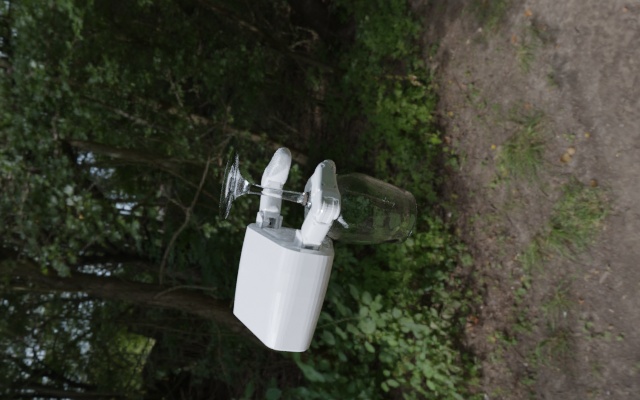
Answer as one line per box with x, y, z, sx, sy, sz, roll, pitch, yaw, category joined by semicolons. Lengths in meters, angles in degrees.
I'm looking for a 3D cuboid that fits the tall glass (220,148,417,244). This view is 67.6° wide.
-0.001;0.001;0.508;0.201;0.079;0.079;10;-3;-19;tall glass
